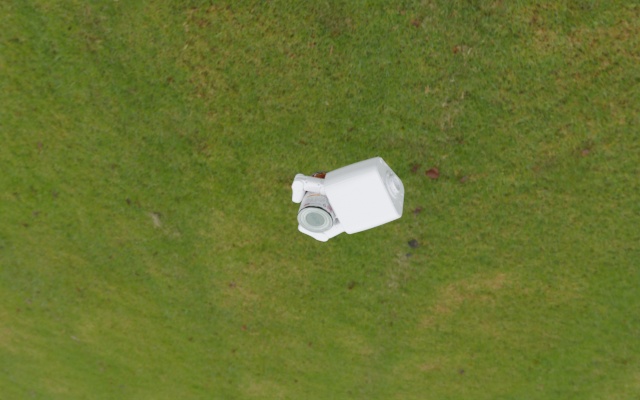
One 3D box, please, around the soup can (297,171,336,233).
[{"bbox_3d":[0.000,0.003,0.891,0.068,0.069,0.102,0,42,15],"label":"soup can"}]
